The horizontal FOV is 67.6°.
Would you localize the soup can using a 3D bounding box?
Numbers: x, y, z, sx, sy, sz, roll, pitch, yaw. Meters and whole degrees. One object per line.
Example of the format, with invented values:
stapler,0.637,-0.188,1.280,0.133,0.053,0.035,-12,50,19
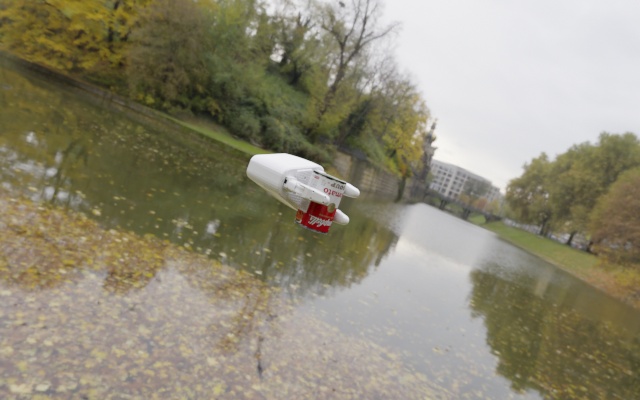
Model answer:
soup can,0.001,0.003,0.878,0.068,0.102,0.068,21,5,-2
